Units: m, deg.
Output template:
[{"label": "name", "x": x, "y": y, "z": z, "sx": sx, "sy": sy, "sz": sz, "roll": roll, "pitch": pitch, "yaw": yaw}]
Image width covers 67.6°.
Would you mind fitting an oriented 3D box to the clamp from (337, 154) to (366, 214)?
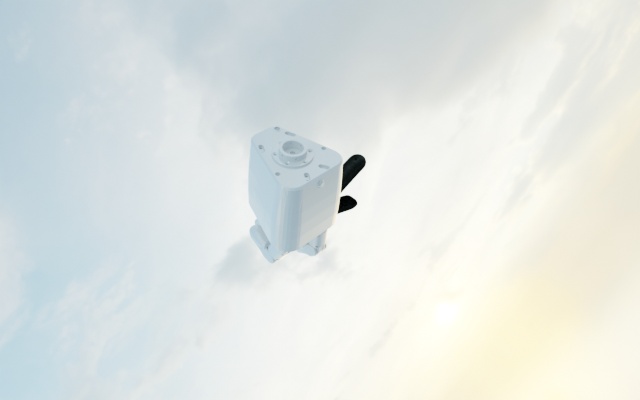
[{"label": "clamp", "x": 0.000, "y": 0.002, "z": 0.678, "sx": 0.171, "sy": 0.120, "sz": 0.039, "roll": -32, "pitch": 58, "yaw": -32}]
